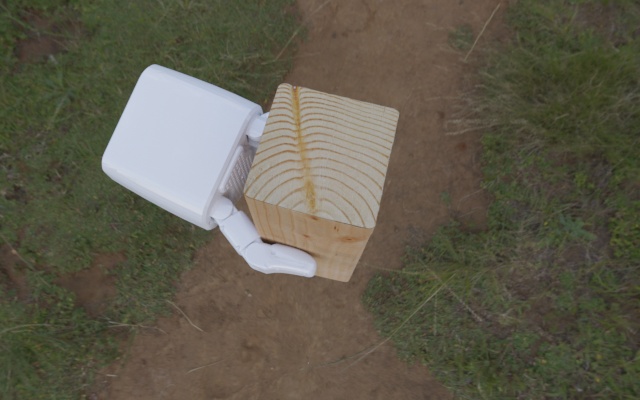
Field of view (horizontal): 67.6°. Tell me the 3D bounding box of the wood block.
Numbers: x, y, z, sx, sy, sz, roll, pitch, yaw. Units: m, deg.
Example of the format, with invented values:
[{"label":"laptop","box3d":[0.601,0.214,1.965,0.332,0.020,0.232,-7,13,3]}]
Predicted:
[{"label":"wood block","box3d":[0.000,0.001,0.415,0.090,0.090,0.206,14,-19,4]}]
